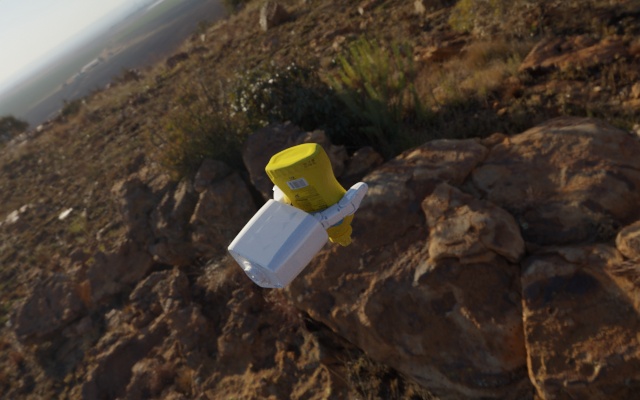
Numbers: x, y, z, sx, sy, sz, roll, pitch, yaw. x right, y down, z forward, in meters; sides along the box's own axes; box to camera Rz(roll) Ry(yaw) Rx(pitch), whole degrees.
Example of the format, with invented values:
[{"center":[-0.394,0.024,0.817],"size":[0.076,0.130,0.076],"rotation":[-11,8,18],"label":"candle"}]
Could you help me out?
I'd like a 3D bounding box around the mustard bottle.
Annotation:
[{"center":[0.000,0.002,0.760],"size":[0.096,0.192,0.058],"rotation":[-13,35,30],"label":"mustard bottle"}]
